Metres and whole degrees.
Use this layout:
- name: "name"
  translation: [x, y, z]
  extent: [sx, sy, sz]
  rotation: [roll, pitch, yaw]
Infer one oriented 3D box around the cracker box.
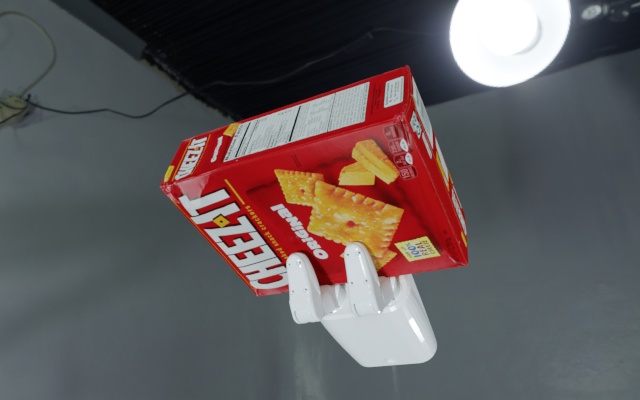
- name: "cracker box"
  translation: [0.000, 0.001, 0.412]
  extent: [0.214, 0.072, 0.164]
  rotation: [-13, -50, 23]
